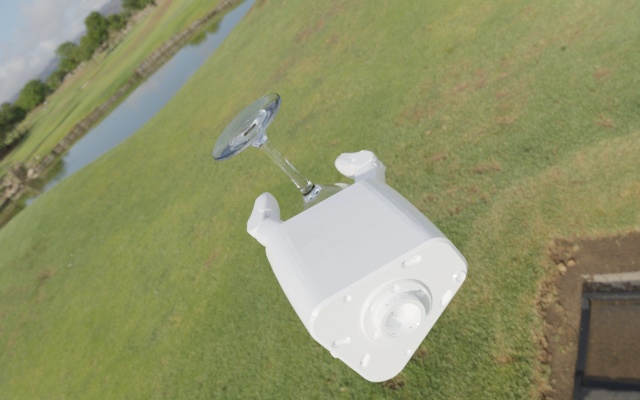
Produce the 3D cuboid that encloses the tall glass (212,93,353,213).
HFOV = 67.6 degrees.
[{"bbox_3d":[0.000,0.001,0.435,0.079,0.079,0.201,0,-38,51],"label":"tall glass"}]
